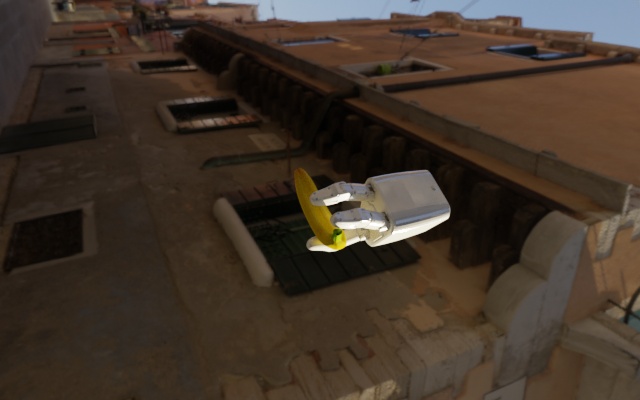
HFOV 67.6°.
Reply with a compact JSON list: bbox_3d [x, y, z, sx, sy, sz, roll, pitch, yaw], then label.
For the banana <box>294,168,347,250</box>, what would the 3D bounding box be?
[{"bbox_3d":[0.001,0.020,0.742,0.037,0.070,0.197,-11,34,-18],"label":"banana"}]
